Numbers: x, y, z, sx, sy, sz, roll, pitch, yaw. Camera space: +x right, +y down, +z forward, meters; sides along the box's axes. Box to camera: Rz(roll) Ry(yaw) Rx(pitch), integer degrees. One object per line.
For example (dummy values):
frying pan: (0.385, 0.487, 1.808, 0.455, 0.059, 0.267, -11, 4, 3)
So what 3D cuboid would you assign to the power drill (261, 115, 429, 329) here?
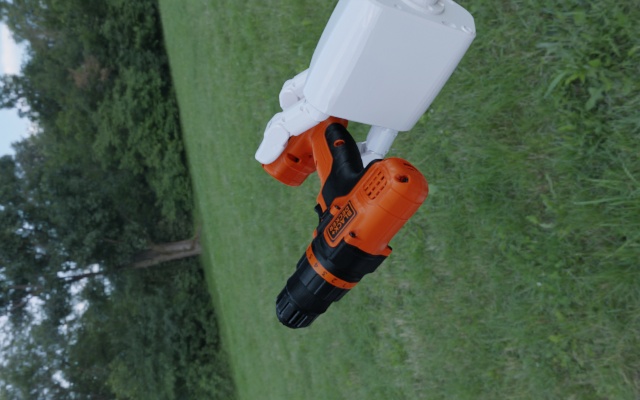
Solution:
power drill: (0.000, 0.001, 0.451, 0.057, 0.184, 0.187, 22, 28, -37)
